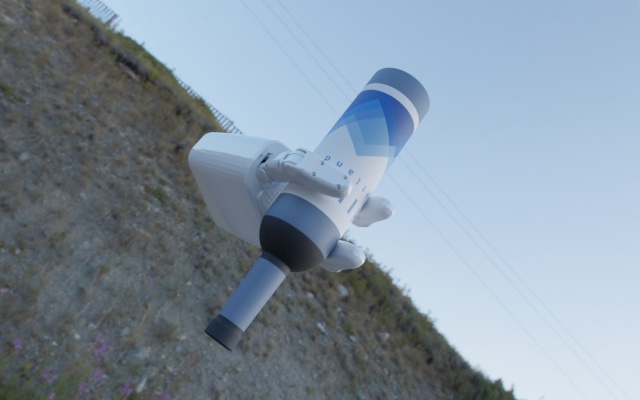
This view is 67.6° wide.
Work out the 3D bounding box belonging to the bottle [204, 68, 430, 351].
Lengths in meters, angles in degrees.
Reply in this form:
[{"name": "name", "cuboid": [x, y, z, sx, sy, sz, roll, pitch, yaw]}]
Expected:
[{"name": "bottle", "cuboid": [0.000, 0.001, 0.430, 0.069, 0.295, 0.069, 31, -22, 14]}]
